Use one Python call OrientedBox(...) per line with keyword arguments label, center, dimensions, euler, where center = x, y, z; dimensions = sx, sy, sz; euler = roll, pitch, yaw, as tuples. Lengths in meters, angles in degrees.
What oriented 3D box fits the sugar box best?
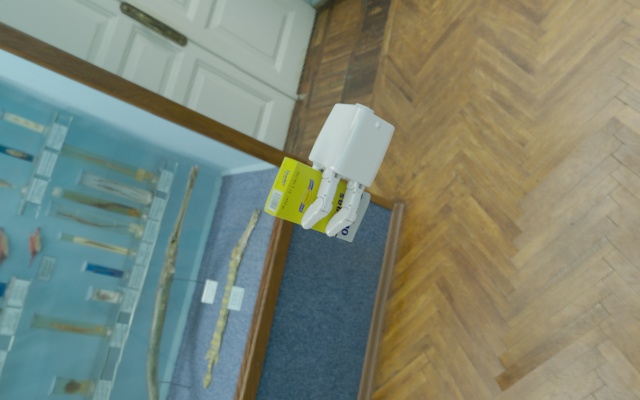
OrientedBox(label="sugar box", center=(0.000, 0.003, 0.792), dimensions=(0.176, 0.093, 0.048), euler=(21, 3, -37))
